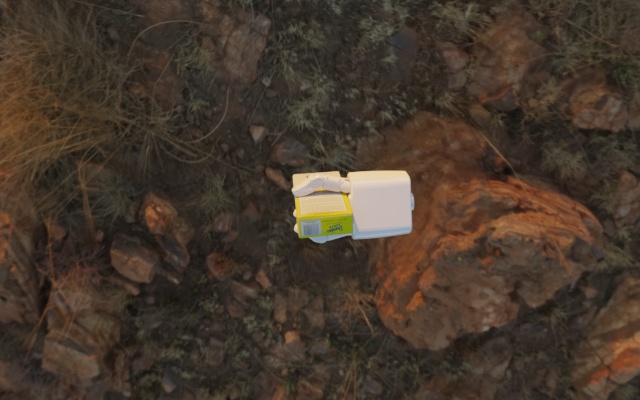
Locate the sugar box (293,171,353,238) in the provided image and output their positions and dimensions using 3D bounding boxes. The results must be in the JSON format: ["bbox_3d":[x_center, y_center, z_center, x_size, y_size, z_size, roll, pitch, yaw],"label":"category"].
[{"bbox_3d":[0.000,0.003,0.858,0.093,0.048,0.176,-4,25,-3],"label":"sugar box"}]
